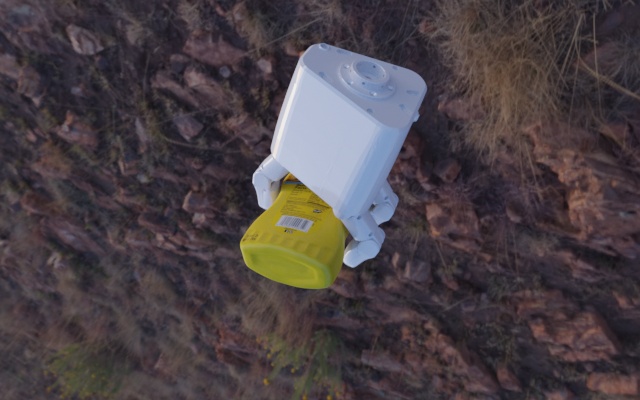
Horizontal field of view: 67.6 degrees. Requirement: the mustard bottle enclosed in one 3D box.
[{"bbox_3d":[0.000,0.002,0.508,0.096,0.058,0.191,10,44,20],"label":"mustard bottle"}]
